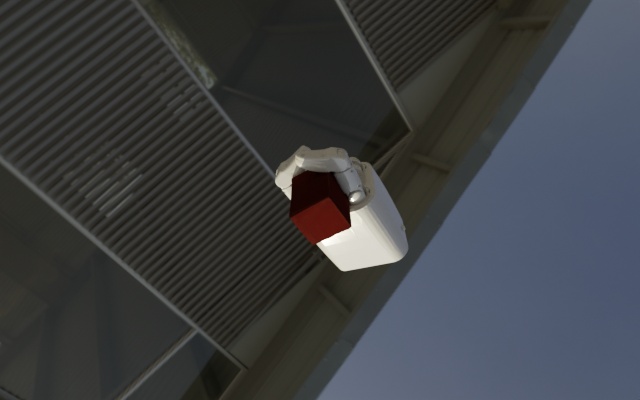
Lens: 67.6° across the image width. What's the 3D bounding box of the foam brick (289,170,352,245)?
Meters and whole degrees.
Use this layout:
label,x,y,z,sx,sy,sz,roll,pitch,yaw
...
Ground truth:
label,x,y,z,sx,sy,sz,roll,pitch,yaw
foam brick,0.000,0.002,0.548,0.053,0.051,0.078,-26,32,17
